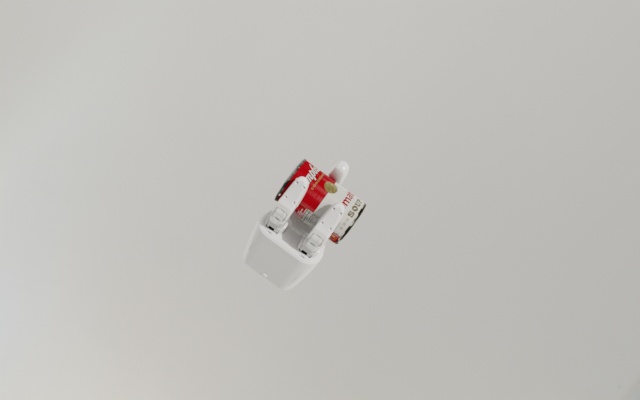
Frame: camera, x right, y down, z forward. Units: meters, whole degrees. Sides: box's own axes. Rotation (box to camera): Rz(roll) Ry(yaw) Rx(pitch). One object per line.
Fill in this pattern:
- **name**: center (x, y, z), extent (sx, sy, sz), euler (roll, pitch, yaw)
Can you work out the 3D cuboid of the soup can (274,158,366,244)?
- **soup can**: center (0.001, 0.002, 0.627), extent (0.102, 0.068, 0.068), euler (36, 0, 1)
